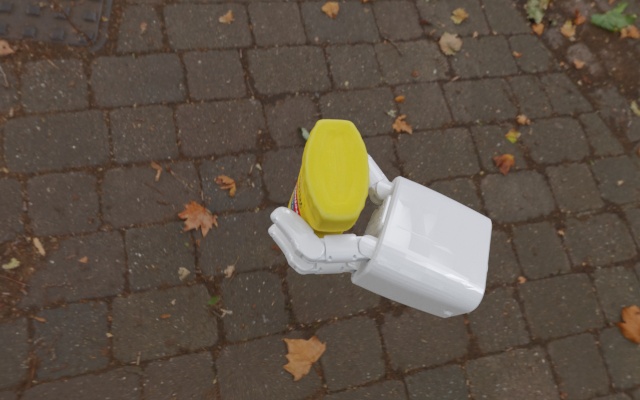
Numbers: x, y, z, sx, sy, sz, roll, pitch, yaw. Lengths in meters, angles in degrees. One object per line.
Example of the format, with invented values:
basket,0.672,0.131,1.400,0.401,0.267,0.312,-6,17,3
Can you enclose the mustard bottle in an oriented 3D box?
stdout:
mustard bottle,0.000,0.001,0.490,0.058,0.096,0.192,0,-19,-10
